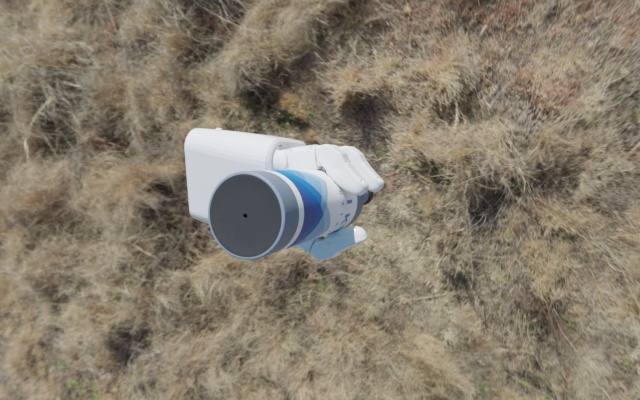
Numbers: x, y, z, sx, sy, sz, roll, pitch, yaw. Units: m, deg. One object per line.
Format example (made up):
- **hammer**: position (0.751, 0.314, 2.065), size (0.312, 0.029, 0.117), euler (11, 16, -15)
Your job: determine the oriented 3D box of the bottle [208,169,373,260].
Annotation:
- **bottle**: position (0.000, 0.002, 0.488), size (0.069, 0.069, 0.295), euler (0, 4, 22)
